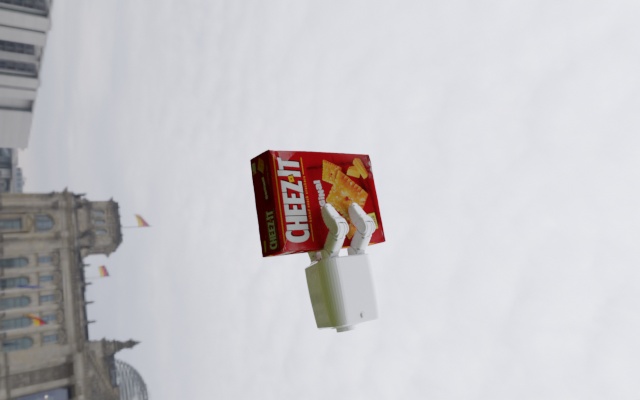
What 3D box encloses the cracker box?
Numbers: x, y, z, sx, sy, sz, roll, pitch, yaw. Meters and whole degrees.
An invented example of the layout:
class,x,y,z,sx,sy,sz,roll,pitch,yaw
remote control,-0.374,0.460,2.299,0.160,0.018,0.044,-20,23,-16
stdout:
class,x,y,z,sx,sy,sz,roll,pitch,yaw
cracker box,0.000,0.003,0.802,0.214,0.164,0.072,-1,-13,-36
